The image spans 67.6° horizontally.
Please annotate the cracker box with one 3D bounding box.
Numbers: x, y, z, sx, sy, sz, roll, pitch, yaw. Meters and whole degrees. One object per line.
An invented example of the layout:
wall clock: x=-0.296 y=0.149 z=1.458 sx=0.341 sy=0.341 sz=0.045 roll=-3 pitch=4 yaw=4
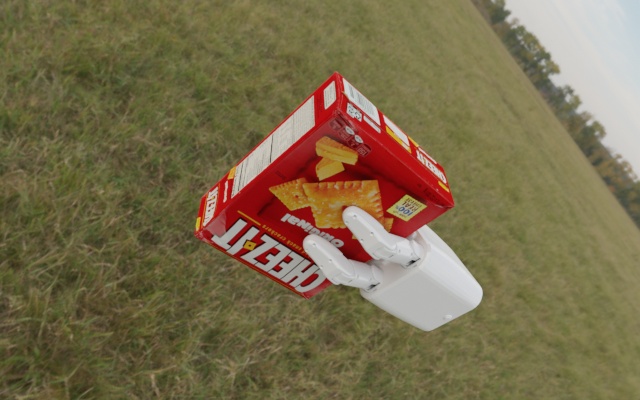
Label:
cracker box: x=0.000 y=0.001 z=0.495 sx=0.164 sy=0.072 sz=0.214 roll=36 pitch=-58 yaw=-28
